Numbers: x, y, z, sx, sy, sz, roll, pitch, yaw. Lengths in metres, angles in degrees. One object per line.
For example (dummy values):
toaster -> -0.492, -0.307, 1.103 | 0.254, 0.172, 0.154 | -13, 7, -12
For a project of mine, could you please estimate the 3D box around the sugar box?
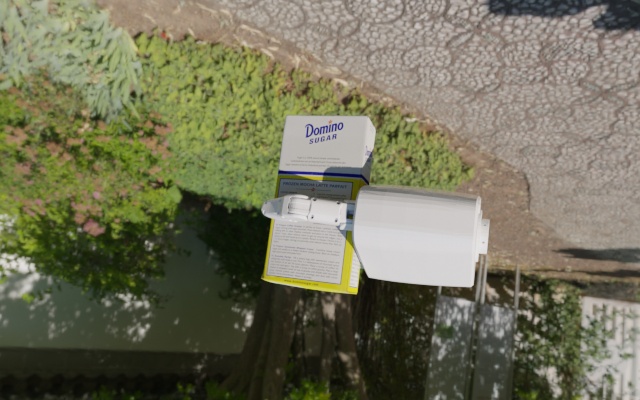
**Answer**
sugar box -> 0.000, 0.002, 0.491 | 0.093, 0.176, 0.048 | 5, -13, 19
